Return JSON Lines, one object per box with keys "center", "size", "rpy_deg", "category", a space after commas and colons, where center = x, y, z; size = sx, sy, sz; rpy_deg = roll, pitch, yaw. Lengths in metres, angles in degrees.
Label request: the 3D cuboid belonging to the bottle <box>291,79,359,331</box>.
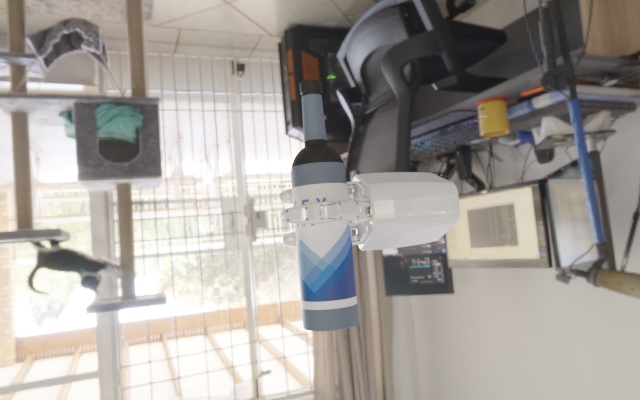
{"center": [0.000, 0.002, 0.575], "size": [0.069, 0.295, 0.069], "rpy_deg": [-5, -4, 0], "category": "bottle"}
